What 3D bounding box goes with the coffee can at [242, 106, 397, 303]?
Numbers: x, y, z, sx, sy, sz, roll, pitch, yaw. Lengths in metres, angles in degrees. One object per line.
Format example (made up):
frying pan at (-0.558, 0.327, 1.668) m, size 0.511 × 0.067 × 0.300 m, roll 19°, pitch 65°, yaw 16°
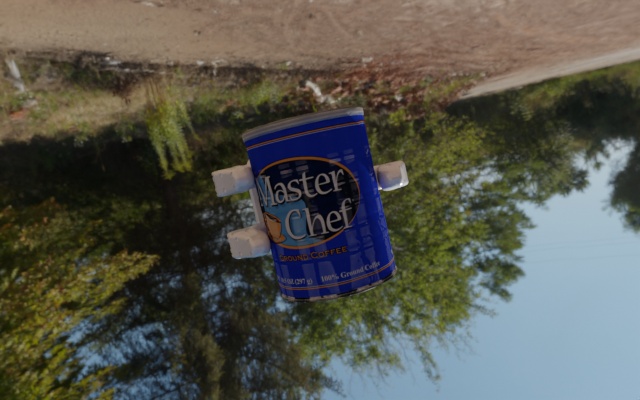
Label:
coffee can at (0.000, 0.001, 0.403) m, size 0.103 × 0.140 × 0.103 m, roll -13°, pitch 5°, yaw 1°
